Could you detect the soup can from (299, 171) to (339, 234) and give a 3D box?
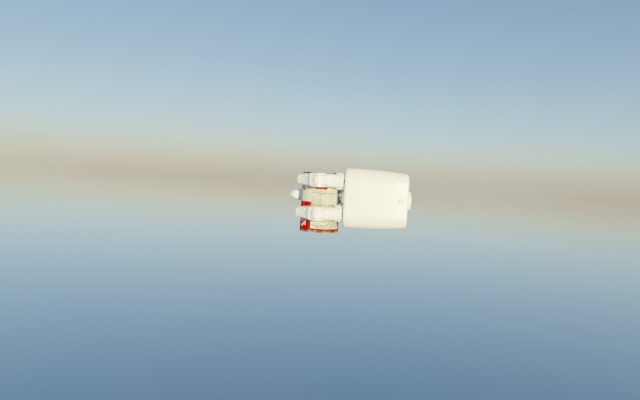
[{"bbox_3d":[0.000,0.002,0.826,0.068,0.102,0.068,3,2,0],"label":"soup can"}]
